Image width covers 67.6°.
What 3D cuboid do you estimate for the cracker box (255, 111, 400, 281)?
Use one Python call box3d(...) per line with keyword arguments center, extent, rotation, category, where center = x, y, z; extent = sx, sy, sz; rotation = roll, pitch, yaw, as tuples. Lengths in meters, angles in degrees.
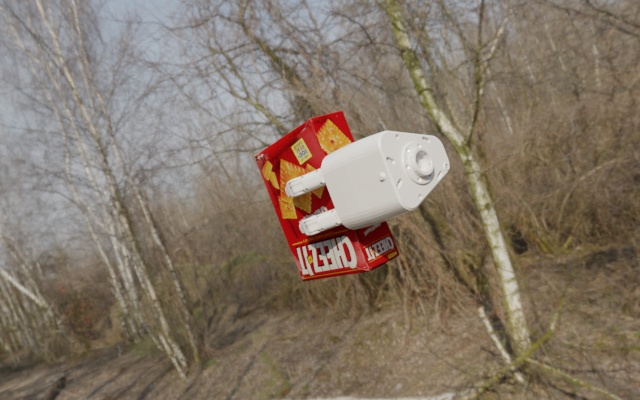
box3d(center=(0.000, 0.002, 0.691), extent=(0.072, 0.213, 0.164), rotation=(-21, 0, -37), category="cracker box")
